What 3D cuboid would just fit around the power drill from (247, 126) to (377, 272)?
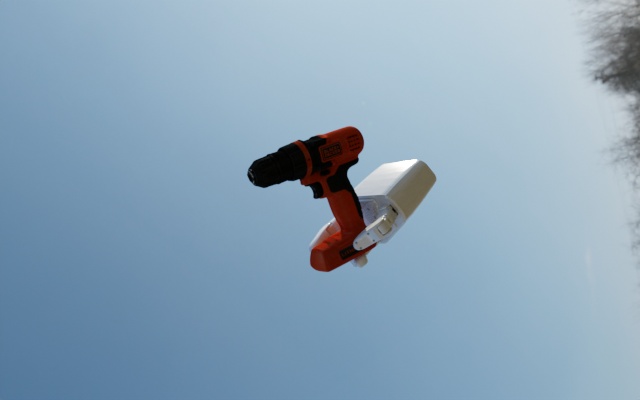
[{"bbox_3d":[0.000,0.003,0.680,0.184,0.188,0.057,-23,17,-27],"label":"power drill"}]
